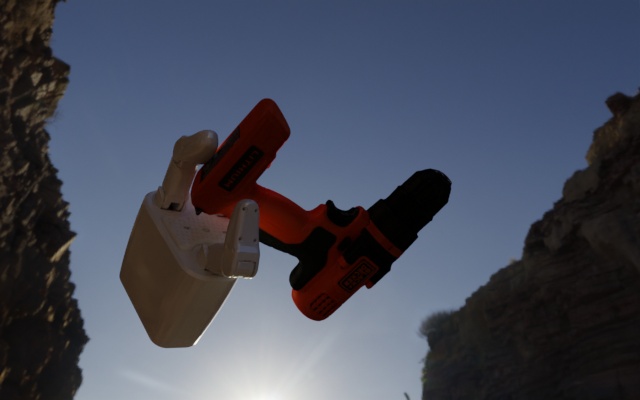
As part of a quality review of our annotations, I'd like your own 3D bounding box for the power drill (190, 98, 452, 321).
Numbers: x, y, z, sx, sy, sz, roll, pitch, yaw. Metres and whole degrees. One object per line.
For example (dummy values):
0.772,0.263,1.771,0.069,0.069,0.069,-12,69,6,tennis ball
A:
0.000,0.001,0.415,0.188,0.184,0.057,40,10,-22,power drill
